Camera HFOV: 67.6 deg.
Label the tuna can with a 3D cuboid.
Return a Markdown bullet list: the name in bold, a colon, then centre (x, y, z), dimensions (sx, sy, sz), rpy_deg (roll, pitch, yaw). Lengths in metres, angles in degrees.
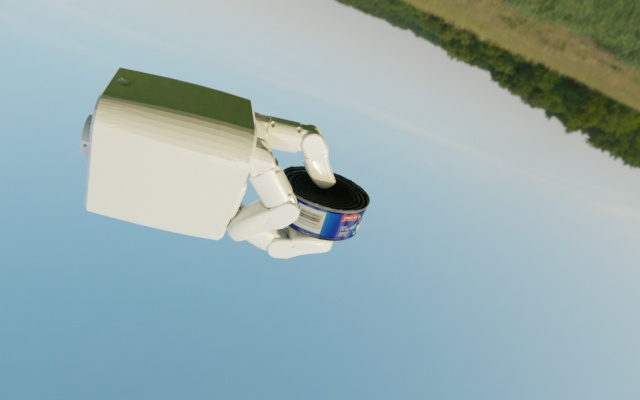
- **tuna can**: centre (0.000, 0.002, 0.444), dimensions (0.086, 0.034, 0.086), rpy_deg (15, 24, -7)
